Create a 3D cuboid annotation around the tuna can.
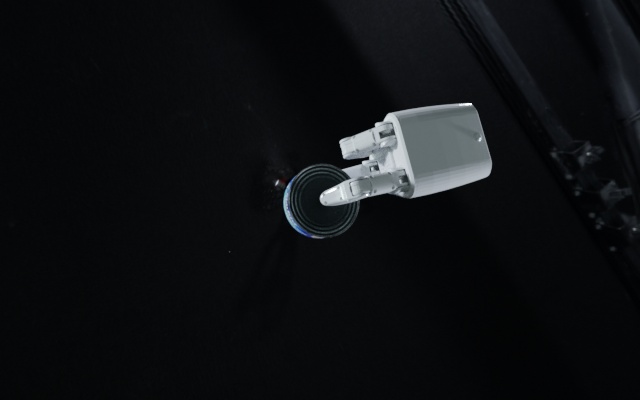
[{"bbox_3d":[0.000,0.002,0.564,0.086,0.086,0.034,0,-7,-16],"label":"tuna can"}]
